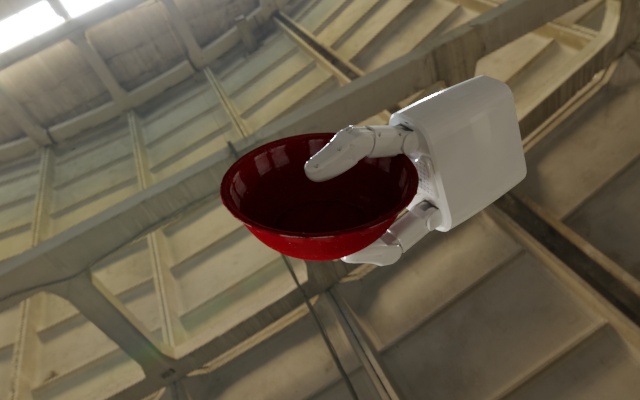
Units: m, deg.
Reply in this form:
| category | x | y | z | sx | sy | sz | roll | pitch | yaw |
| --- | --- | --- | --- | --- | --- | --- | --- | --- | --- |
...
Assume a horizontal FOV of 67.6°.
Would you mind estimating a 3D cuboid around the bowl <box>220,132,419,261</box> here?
| category | x | y | z | sx | sy | sz | roll | pitch | yaw |
| --- | --- | --- | --- | --- | --- | --- | --- | --- | --- |
| bowl | -0.001 | 0.002 | 0.405 | 0.162 | 0.055 | 0.162 | -2 | 34 | 2 |
